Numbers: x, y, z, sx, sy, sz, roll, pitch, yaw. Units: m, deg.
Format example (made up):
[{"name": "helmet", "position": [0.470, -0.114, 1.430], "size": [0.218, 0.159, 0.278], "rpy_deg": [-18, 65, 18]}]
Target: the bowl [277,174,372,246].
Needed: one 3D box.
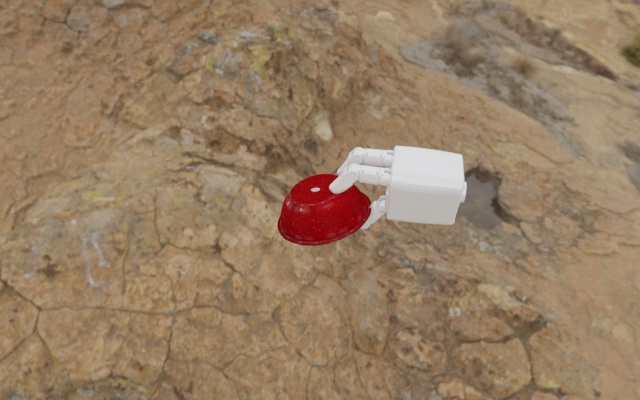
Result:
[{"name": "bowl", "position": [-0.001, 0.002, 0.783], "size": [0.162, 0.055, 0.162], "rpy_deg": [-12, 32, 7]}]
